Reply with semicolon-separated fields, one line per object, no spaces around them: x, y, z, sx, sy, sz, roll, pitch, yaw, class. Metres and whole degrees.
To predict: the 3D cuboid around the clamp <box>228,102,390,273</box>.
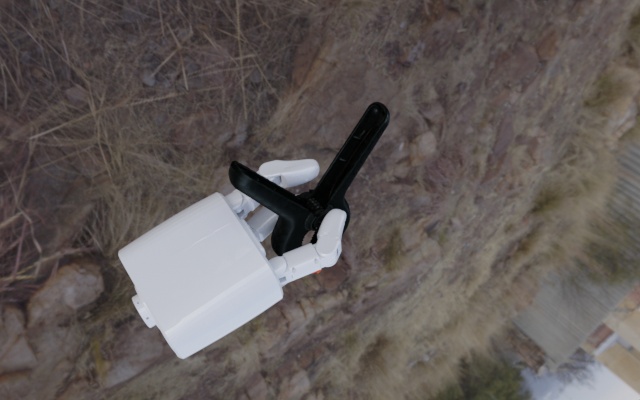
0.000;0.003;0.487;0.164;0.036;0.210;-30;-35;-18;clamp
